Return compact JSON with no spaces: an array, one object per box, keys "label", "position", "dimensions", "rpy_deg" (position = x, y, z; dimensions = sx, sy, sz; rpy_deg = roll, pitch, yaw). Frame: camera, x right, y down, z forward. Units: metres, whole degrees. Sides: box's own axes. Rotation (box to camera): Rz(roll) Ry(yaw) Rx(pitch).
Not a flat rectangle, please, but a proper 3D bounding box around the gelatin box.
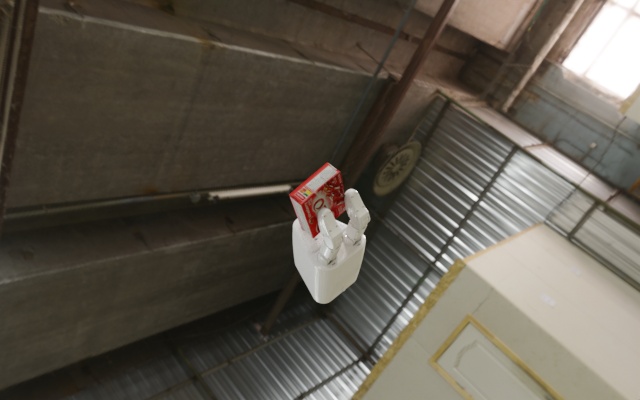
[{"label":"gelatin box","position":[0.000,0.002,0.673],"dimensions":[0.030,0.073,0.089],"rpy_deg":[38,-21,32]}]
